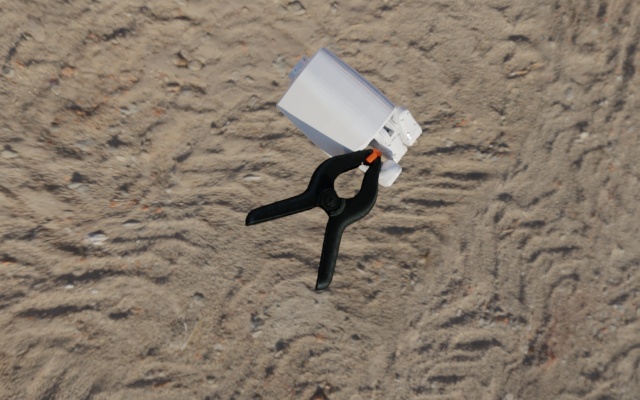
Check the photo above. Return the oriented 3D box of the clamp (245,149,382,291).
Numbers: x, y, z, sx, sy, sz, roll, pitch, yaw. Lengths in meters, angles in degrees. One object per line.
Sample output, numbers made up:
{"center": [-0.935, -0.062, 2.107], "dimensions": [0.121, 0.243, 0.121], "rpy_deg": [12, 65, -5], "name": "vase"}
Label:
{"center": [0.000, 0.002, 0.544], "dimensions": [0.120, 0.171, 0.039], "rpy_deg": [35, -11, -6], "name": "clamp"}
